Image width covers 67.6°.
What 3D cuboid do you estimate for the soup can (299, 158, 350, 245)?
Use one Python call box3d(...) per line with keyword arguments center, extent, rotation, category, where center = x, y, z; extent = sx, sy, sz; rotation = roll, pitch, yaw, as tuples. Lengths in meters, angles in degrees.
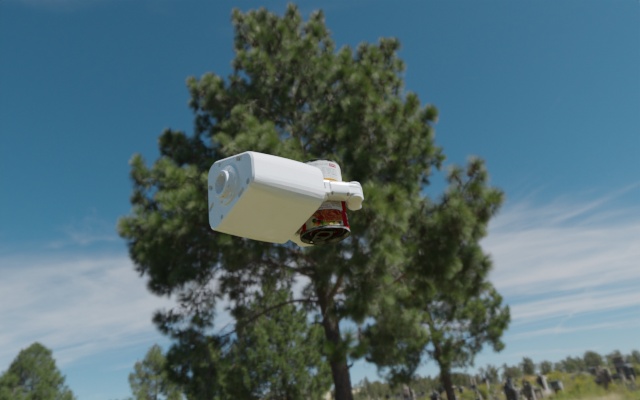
box3d(center=(0.001, 0.002, 0.656), extent=(0.068, 0.102, 0.068), rotation=(-6, -23, -3), category="soup can")
